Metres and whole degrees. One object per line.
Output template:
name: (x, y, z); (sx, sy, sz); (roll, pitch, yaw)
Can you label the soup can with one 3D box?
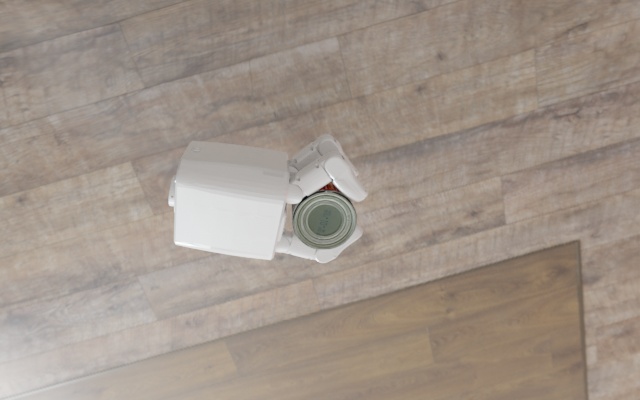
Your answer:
soup can: (0.001, 0.002, 0.526); (0.068, 0.068, 0.102); (0, 23, -6)
